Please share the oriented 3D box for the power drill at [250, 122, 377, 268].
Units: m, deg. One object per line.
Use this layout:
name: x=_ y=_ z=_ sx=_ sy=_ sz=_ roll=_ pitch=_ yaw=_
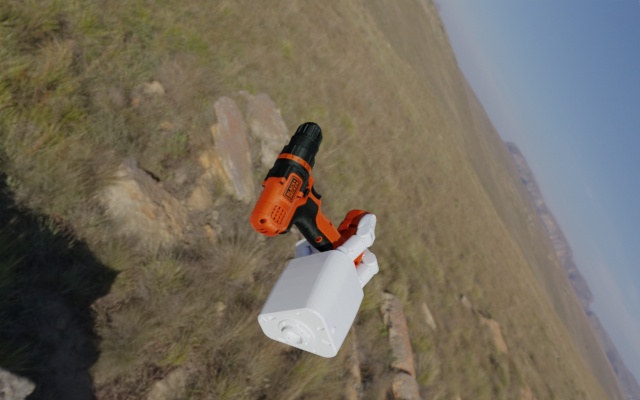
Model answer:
power drill: x=0.000 y=0.003 z=0.701 sx=0.188 sy=0.184 sz=0.057 roll=40 pitch=-27 yaw=-29
